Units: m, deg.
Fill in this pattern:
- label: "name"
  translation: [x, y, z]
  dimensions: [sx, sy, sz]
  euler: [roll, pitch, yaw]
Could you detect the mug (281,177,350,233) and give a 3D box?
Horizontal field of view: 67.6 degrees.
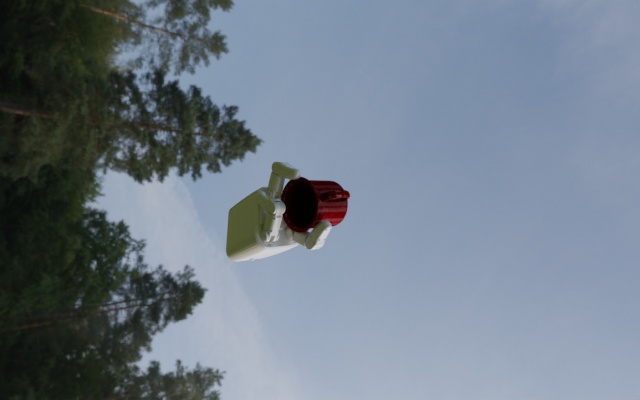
- label: "mug"
  translation: [0.001, 0.002, 0.806]
  dimensions: [0.081, 0.093, 0.117]
  euler: [-2, -16, -45]
